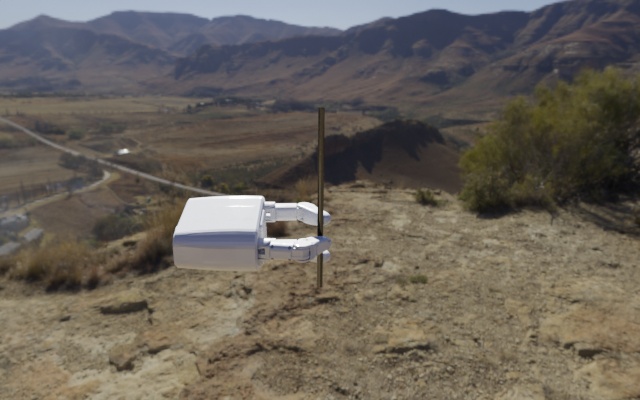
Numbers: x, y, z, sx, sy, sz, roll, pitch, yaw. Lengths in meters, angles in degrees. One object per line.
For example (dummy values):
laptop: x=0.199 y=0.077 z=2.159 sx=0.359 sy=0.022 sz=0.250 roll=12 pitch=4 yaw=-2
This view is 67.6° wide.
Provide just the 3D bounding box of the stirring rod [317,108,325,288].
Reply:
stirring rod: x=0.000 y=0.002 z=0.620 sx=0.011 sy=0.239 sz=0.011 roll=0 pitch=17 yaw=0
